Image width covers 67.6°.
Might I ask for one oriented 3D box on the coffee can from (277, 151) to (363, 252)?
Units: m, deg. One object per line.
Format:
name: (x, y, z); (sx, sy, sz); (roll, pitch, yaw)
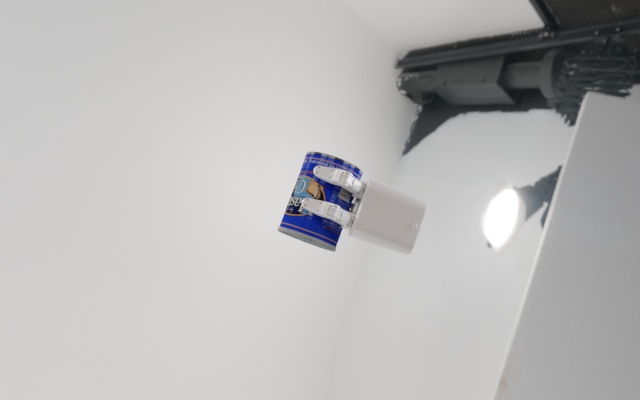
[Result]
coffee can: (0.000, 0.003, 0.799); (0.103, 0.140, 0.103); (20, -8, 3)
